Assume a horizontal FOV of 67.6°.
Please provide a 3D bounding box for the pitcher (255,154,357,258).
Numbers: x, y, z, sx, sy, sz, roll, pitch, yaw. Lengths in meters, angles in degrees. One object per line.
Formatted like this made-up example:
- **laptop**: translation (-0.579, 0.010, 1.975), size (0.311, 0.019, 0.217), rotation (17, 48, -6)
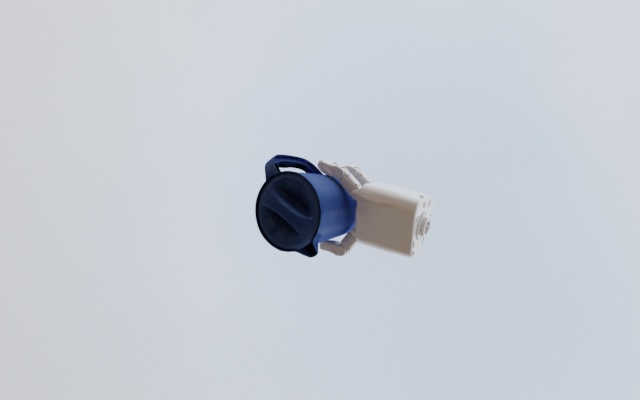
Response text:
- **pitcher**: translation (0.000, 0.003, 0.875), size (0.145, 0.149, 0.243), rotation (17, 12, 29)
